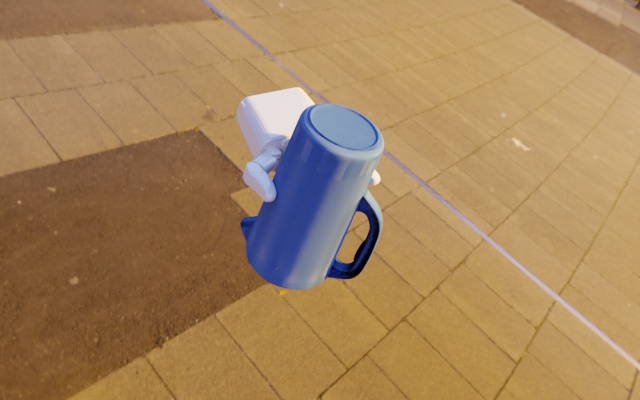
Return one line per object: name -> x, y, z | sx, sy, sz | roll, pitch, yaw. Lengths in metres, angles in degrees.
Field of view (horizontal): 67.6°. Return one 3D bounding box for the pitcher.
pitcher -> 0.000, 0.002, 0.637 | 0.149, 0.145, 0.243 | -5, -43, -31
